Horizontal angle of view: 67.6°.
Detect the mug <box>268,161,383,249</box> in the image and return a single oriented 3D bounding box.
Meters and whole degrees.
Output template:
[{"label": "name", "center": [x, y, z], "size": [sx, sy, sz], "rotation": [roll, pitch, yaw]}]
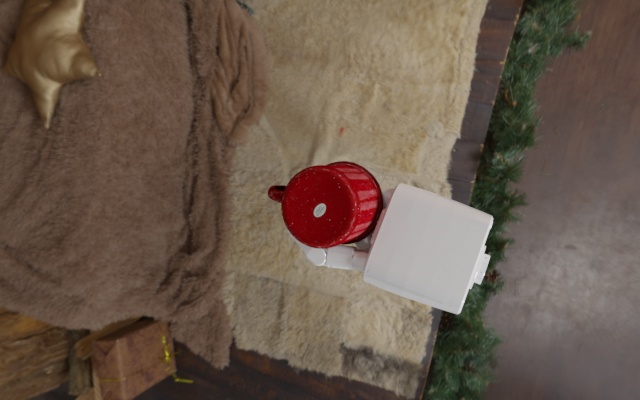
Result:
[{"label": "mug", "center": [-0.001, 0.001, 0.498], "size": [0.117, 0.093, 0.081], "rotation": [16, 8, 18]}]
